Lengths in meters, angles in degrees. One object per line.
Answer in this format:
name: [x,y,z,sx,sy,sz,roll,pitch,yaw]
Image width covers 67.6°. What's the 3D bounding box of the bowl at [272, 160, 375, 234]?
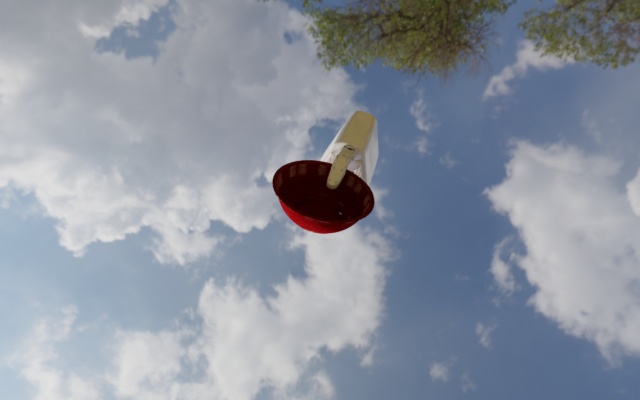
bowl: [-0.001,0.003,0.747,0.162,0.055,0.162,11,35,-8]
